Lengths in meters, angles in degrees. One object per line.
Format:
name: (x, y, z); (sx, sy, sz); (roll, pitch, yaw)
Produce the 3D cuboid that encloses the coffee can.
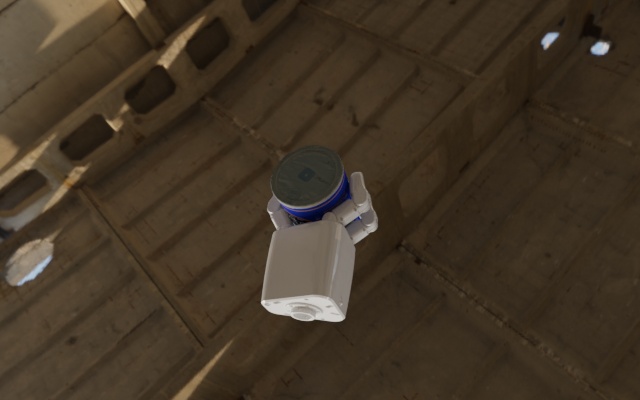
coffee can: (0.000, 0.002, 0.699); (0.103, 0.102, 0.140); (0, -33, 20)
